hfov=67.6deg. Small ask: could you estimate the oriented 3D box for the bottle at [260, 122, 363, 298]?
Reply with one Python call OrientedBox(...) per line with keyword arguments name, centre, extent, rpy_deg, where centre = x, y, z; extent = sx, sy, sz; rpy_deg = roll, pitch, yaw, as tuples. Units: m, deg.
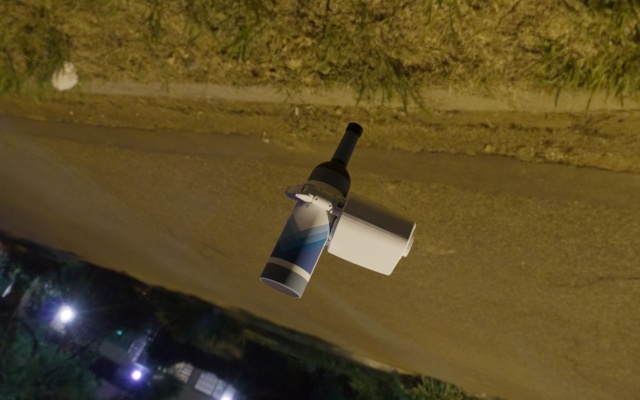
OrientedBox(name="bottle", centre=(0.000, 0.003, 0.743), extent=(0.069, 0.295, 0.069), rpy_deg=(22, -21, 9))
